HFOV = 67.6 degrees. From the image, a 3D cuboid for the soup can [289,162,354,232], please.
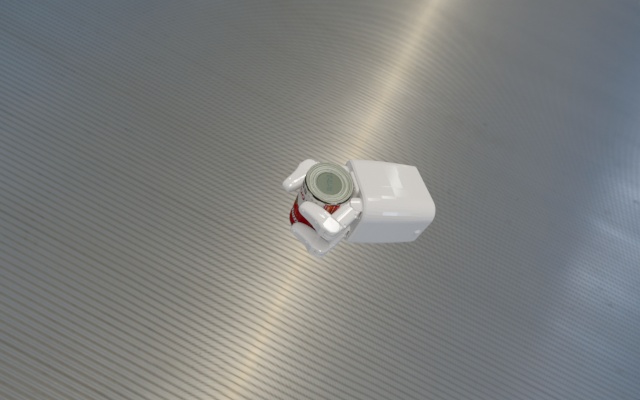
[{"bbox_3d":[0.000,0.002,0.660,0.068,0.068,0.102,0,-31,-17],"label":"soup can"}]
